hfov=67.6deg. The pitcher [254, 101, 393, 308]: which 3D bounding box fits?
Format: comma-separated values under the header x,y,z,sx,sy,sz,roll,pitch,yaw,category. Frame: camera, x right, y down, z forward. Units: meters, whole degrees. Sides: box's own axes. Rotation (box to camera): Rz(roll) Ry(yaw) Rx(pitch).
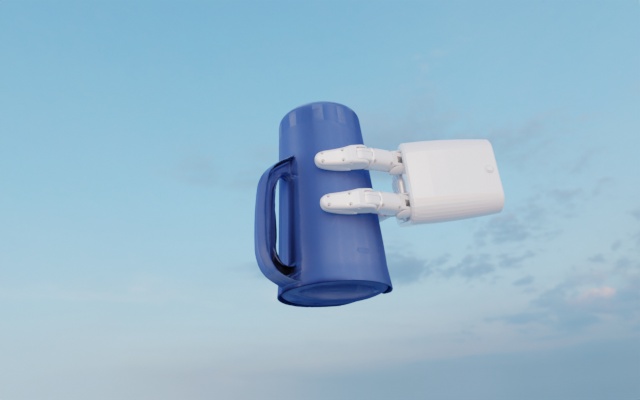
x,y,z,sx,sy,sz,roll,pitch,yaw,category
0.000,0.002,0.584,0.145,0.242,0.149,-6,-23,1,pitcher
